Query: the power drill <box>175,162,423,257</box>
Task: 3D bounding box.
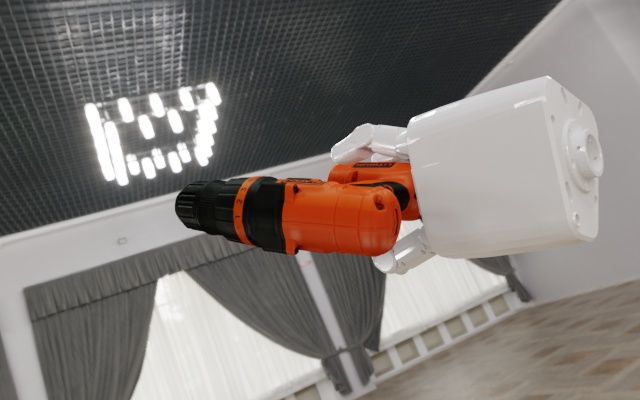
[{"bbox_3d":[0.001,0.001,0.404,0.184,0.057,0.187,6,12,29],"label":"power drill"}]
